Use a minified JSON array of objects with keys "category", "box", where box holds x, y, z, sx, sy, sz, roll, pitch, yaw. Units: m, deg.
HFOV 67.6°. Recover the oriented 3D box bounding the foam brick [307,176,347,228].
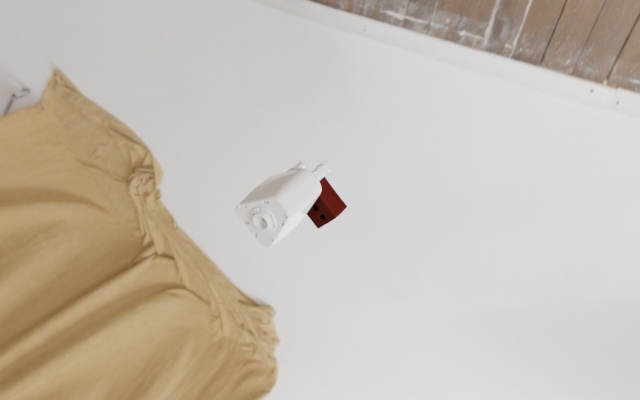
[{"category":"foam brick","box":[0.000,0.003,0.895,0.053,0.078,0.051,-33,8,38]}]
